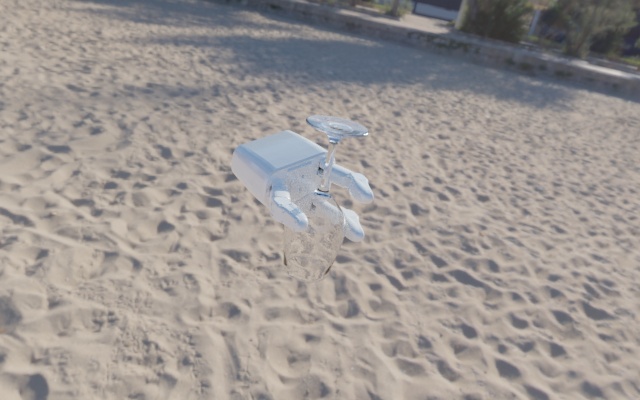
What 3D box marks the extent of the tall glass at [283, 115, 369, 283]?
[{"bbox_3d":[0.000,0.001,0.591,0.079,0.201,0.079,10,24,-5],"label":"tall glass"}]
